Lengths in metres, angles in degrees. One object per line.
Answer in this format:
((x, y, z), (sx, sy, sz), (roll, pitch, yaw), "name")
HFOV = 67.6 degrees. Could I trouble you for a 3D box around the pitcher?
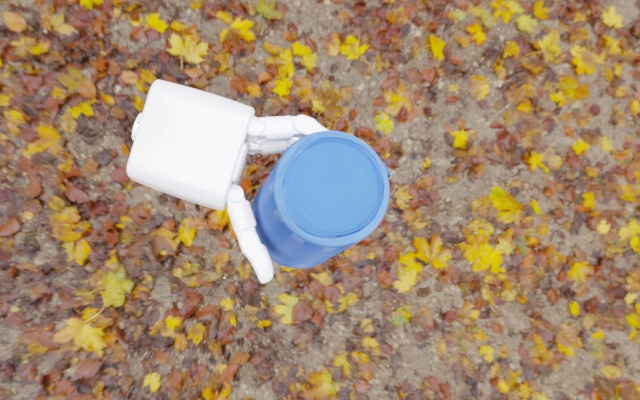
((0.000, 0.002, 0.539), (0.145, 0.149, 0.243), (20, -12, -7), "pitcher")
